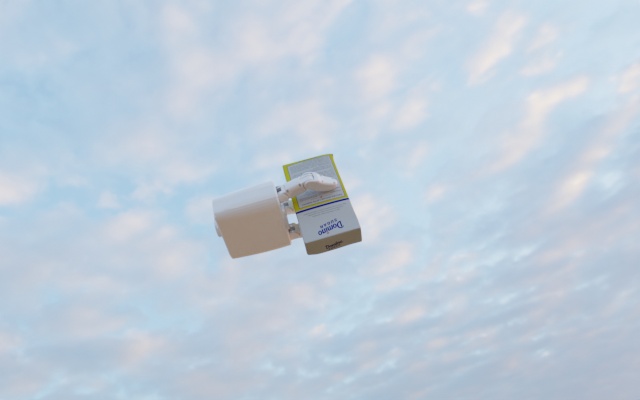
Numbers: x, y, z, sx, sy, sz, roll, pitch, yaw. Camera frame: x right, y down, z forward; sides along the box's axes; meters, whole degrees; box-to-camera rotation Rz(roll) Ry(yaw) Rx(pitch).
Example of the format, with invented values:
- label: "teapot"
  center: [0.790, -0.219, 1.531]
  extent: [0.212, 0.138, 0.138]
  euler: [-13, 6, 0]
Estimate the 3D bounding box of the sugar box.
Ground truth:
- label: "sugar box"
  center: [0.000, 0.003, 0.799]
  extent: [0.093, 0.176, 0.048]
  euler: [-15, -37, -3]
